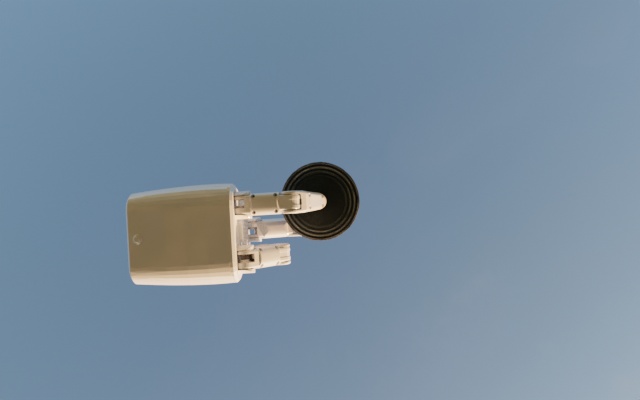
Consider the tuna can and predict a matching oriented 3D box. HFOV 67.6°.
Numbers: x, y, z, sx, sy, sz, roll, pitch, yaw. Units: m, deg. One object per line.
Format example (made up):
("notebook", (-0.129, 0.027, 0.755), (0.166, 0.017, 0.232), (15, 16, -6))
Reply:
("tuna can", (0.000, 0.002, 0.533), (0.086, 0.086, 0.034), (0, -4, 3))
